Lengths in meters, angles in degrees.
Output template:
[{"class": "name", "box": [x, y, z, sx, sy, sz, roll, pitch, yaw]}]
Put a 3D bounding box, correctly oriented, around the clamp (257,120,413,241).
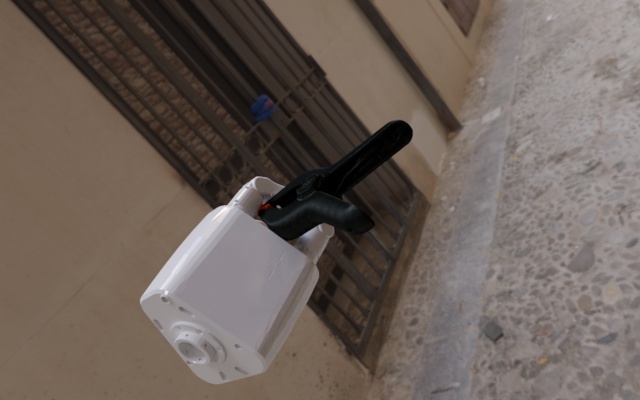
[{"class": "clamp", "box": [0.000, 0.001, 0.415, 0.171, 0.039, 0.120, -30, 19, 38]}]
